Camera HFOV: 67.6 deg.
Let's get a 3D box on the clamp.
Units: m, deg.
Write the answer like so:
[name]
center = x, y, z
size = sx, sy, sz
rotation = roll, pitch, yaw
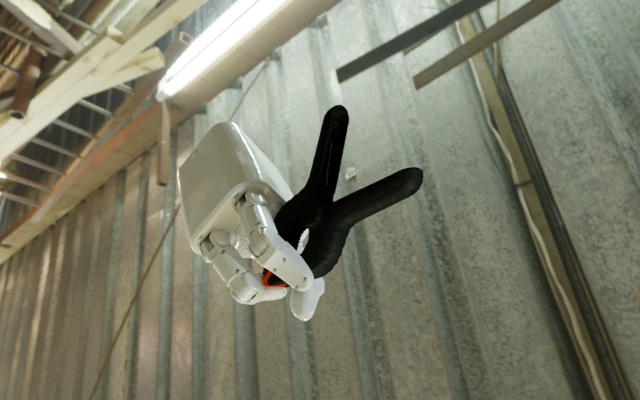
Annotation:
[clamp]
center = 0.000, 0.002, 0.418
size = 0.039, 0.171, 0.120
rotation = 25, 26, -42
